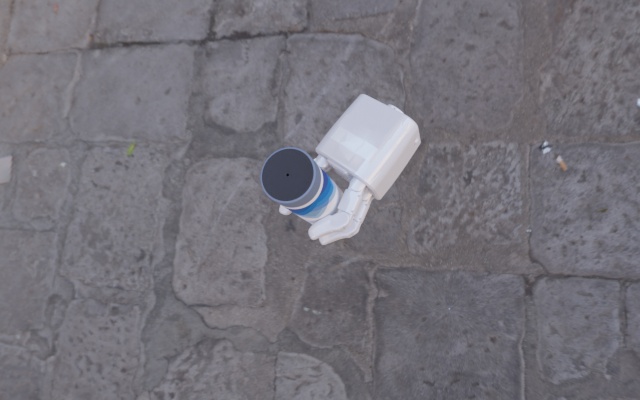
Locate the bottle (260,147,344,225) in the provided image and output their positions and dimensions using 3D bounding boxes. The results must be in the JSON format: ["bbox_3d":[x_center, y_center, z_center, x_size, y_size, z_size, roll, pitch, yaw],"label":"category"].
[{"bbox_3d":[0.000,0.002,0.678,0.069,0.069,0.296,0,-12,15],"label":"bottle"}]
